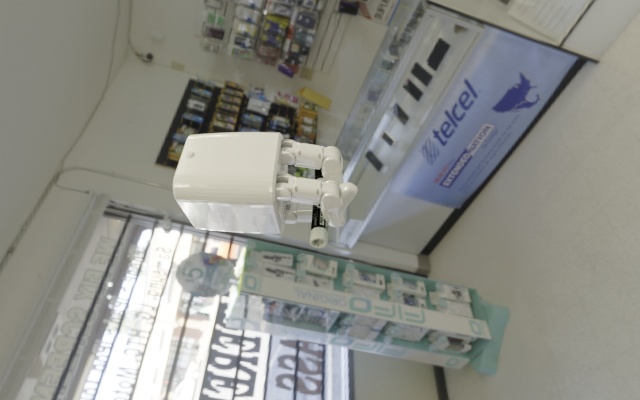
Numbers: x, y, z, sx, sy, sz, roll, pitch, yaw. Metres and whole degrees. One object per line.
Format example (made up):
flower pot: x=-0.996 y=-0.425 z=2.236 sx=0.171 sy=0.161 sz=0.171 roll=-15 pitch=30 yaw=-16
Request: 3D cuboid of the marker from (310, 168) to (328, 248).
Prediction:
marker: x=0.000 y=0.002 z=0.549 sx=0.020 sy=0.121 sz=0.020 roll=1 pitch=-43 yaw=1
